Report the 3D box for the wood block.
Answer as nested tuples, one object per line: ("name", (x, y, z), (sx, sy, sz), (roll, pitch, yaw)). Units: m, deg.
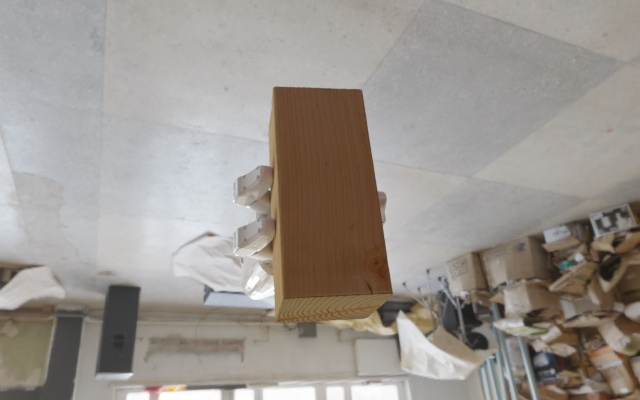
("wood block", (0.000, 0.002, 0.454), (0.091, 0.206, 0.090), (0, -26, -10))
